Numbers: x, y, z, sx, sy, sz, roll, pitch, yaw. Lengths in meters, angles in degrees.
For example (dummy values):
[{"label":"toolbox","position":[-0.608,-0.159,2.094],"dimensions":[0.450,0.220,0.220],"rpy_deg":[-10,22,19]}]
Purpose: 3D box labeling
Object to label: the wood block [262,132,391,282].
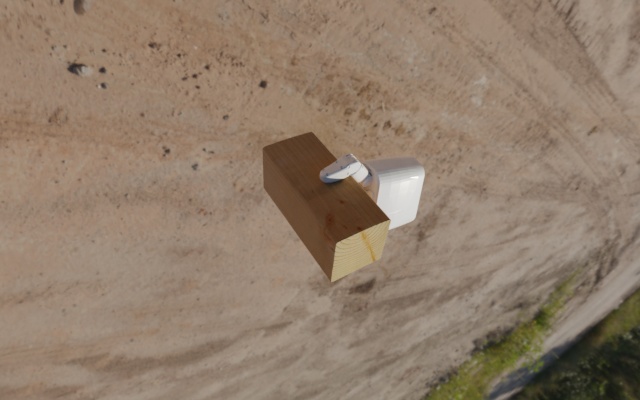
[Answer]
[{"label":"wood block","position":[0.001,0.002,0.702],"dimensions":[0.090,0.091,0.206],"rpy_deg":[-21,52,-24]}]
